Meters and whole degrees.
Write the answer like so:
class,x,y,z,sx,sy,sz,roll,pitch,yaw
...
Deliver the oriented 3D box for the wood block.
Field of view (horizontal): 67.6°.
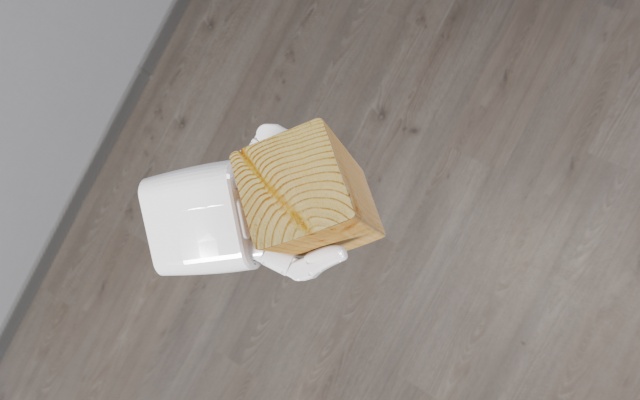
class,x,y,z,sx,sy,sz,roll,pitch,yaw
wood block,0.000,0.002,0.488,0.090,0.090,0.206,-20,-13,11
